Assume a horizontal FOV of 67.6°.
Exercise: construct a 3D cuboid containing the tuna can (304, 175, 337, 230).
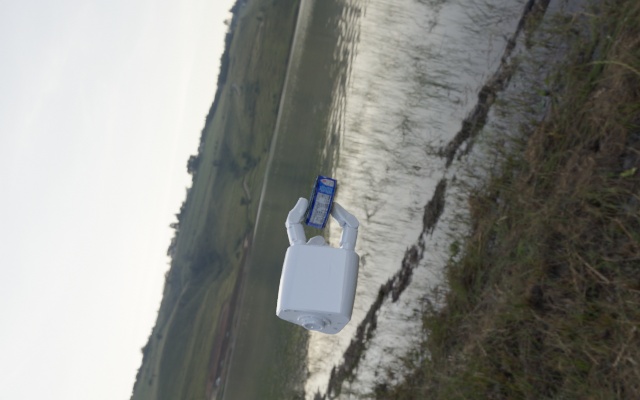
[{"bbox_3d":[0.000,0.002,0.782,0.034,0.086,0.086,15,-1,-4],"label":"tuna can"}]
